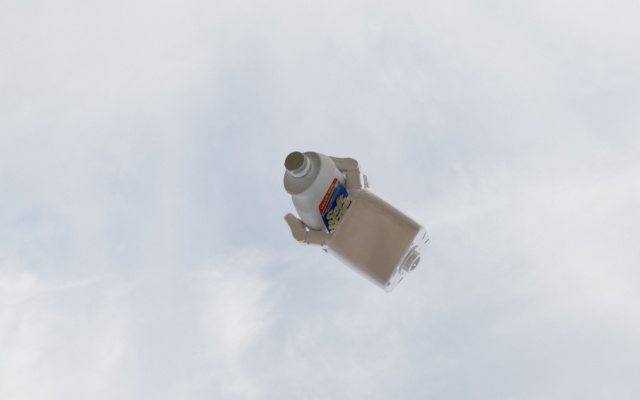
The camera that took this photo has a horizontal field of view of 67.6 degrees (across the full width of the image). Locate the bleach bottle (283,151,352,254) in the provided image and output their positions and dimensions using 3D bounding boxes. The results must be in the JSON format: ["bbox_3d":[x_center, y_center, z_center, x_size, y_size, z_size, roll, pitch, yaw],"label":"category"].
[{"bbox_3d":[0.000,0.002,0.722,0.068,0.102,0.251,35,-7,28],"label":"bleach bottle"}]
